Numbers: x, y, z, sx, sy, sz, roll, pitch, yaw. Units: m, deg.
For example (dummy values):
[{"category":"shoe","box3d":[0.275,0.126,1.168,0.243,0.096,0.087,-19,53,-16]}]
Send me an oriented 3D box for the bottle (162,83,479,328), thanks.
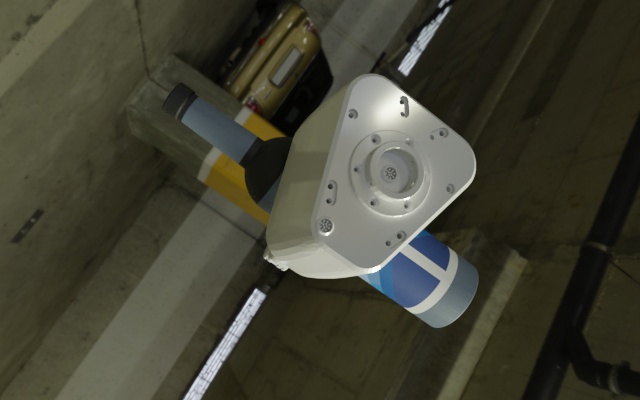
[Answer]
[{"category":"bottle","box3d":[0.000,0.001,0.404,0.296,0.069,0.069,35,-7,-10]}]
